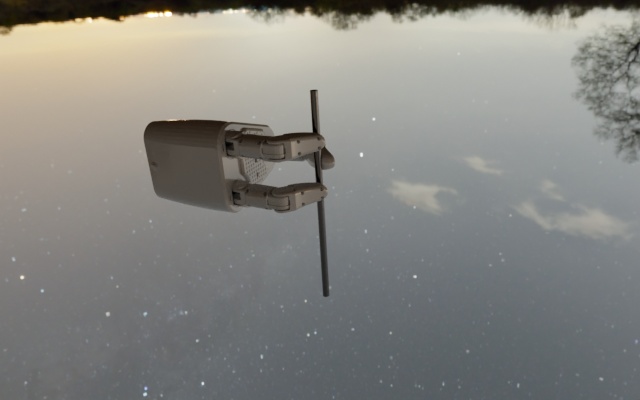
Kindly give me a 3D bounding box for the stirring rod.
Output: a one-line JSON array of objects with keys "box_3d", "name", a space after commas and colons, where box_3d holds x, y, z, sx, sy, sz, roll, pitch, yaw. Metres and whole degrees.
[{"box_3d": [0.000, 0.002, 0.518, 0.011, 0.240, 0.011, -3, 23, 1], "name": "stirring rod"}]
